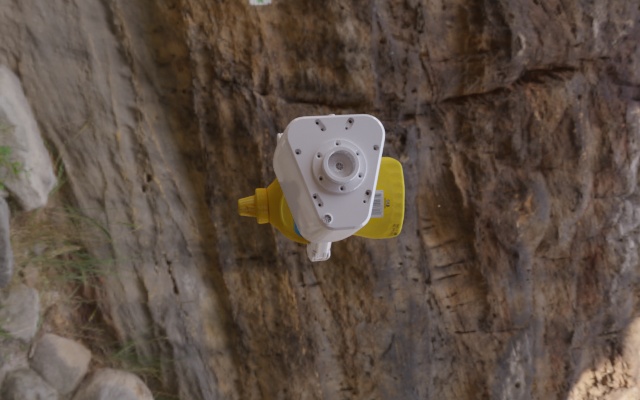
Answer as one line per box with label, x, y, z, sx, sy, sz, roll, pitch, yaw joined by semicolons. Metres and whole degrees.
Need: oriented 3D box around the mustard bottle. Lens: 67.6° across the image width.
mustard bottle;0.000;0.002;0.565;0.191;0.096;0.058;-4;17;-10
